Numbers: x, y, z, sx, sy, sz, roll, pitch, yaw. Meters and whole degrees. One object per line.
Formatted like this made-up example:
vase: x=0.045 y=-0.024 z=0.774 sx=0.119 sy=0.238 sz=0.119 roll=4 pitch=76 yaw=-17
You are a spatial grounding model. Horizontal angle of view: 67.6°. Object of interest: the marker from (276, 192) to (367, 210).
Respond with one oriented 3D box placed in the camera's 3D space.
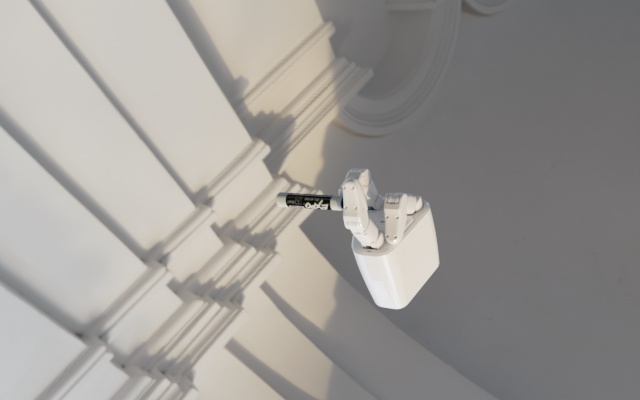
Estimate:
marker: x=0.000 y=0.002 z=0.575 sx=0.121 sy=0.020 sz=0.020 roll=3 pitch=2 yaw=31
